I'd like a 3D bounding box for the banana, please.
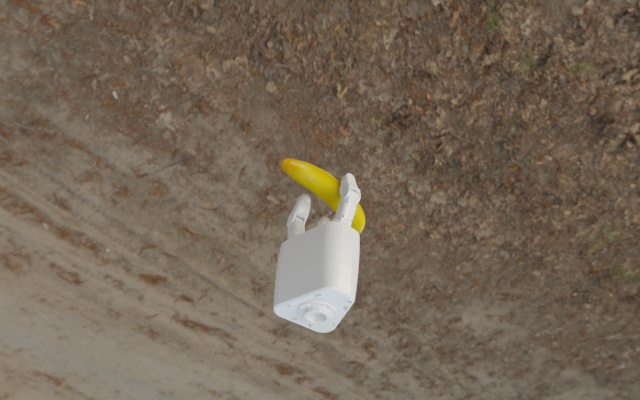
[{"bbox_3d":[0.018,0.000,0.727,0.069,0.037,0.198,-14,-45,29],"label":"banana"}]
